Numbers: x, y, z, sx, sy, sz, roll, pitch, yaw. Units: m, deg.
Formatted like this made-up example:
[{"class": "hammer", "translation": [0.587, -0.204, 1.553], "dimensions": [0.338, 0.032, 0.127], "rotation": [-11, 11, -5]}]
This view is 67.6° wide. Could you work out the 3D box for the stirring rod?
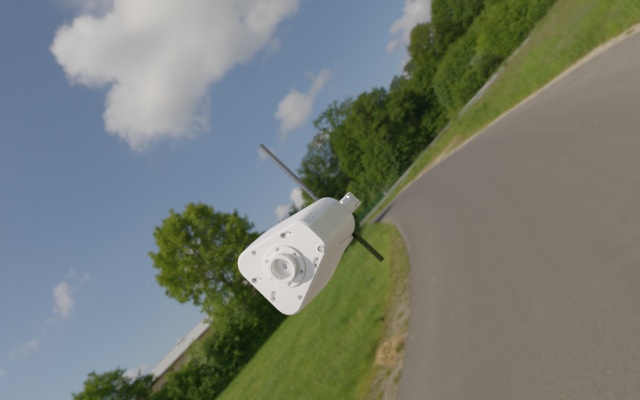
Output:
[{"class": "stirring rod", "translation": [0.000, 0.002, 0.683], "dimensions": [0.239, 0.011, 0.011], "rotation": [43, 4, 5]}]
